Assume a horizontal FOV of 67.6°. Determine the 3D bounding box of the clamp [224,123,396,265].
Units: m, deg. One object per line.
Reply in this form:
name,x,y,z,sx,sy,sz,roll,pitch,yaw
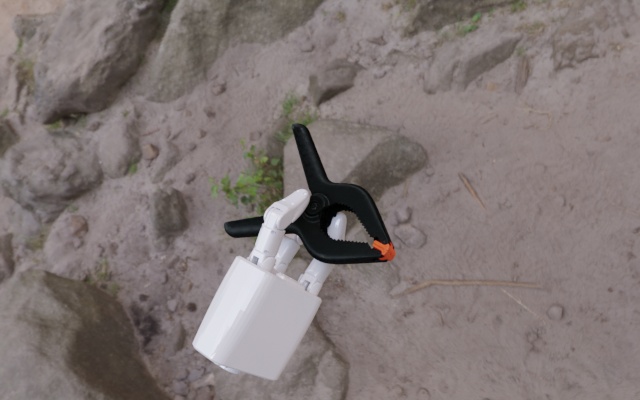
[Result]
clamp,0.000,0.002,0.550,0.210,0.164,0.036,22,-9,31
